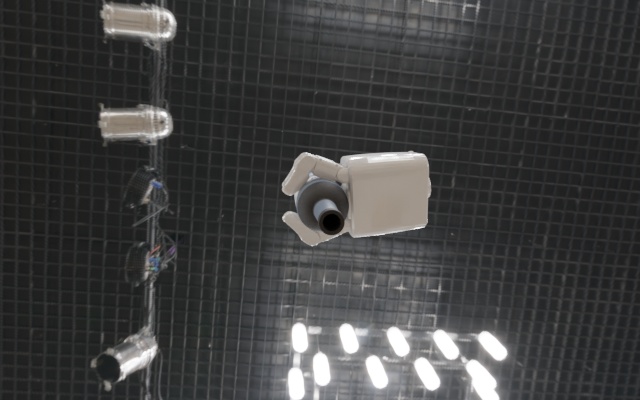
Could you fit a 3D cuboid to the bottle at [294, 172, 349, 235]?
[{"bbox_3d":[0.000,0.002,0.639,0.069,0.069,0.295,0,8,-5],"label":"bottle"}]
